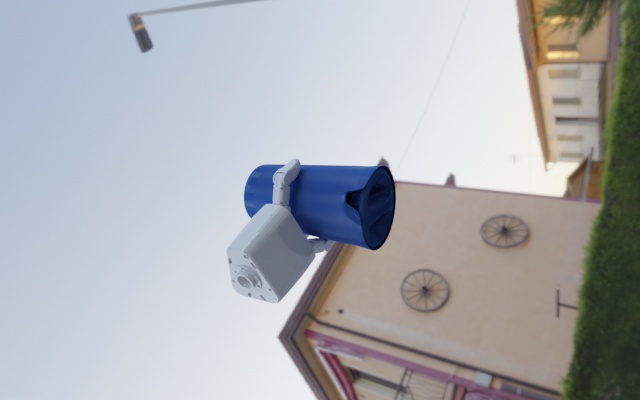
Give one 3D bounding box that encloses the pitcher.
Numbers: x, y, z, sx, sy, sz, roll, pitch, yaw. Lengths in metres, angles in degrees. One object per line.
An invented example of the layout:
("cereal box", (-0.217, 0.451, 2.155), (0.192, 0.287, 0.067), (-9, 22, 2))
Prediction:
("pitcher", (0.000, 0.003, 0.809), (0.243, 0.149, 0.145), (7, 40, 31))
